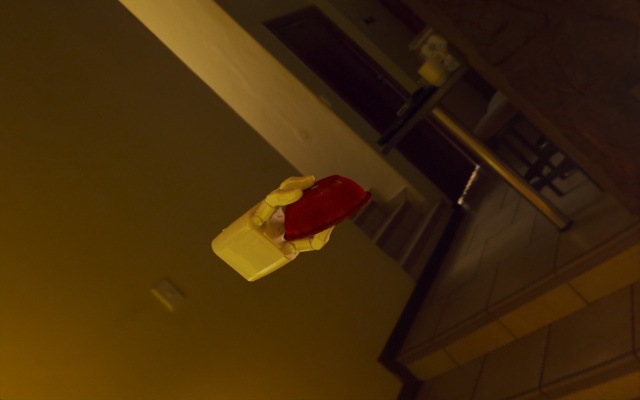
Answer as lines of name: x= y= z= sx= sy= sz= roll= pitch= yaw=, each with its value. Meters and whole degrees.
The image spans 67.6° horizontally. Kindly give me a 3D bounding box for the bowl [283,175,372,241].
bowl: x=0.001 y=0.002 z=0.779 sx=0.162 sy=0.055 sz=0.162 roll=-26 pitch=11 yaw=5
